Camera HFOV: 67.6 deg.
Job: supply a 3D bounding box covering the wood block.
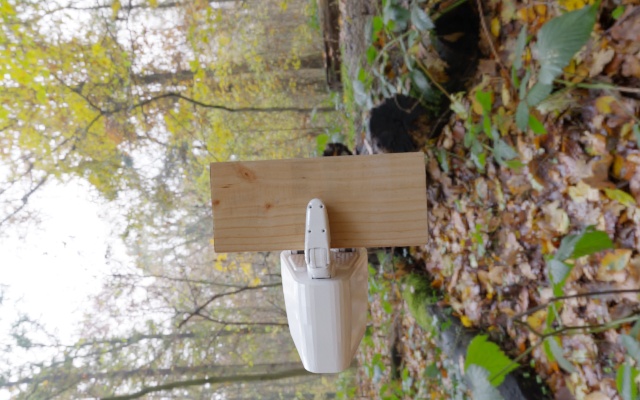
[{"bbox_3d":[0.000,0.002,0.496,0.206,0.090,0.091,-3,1,3],"label":"wood block"}]
